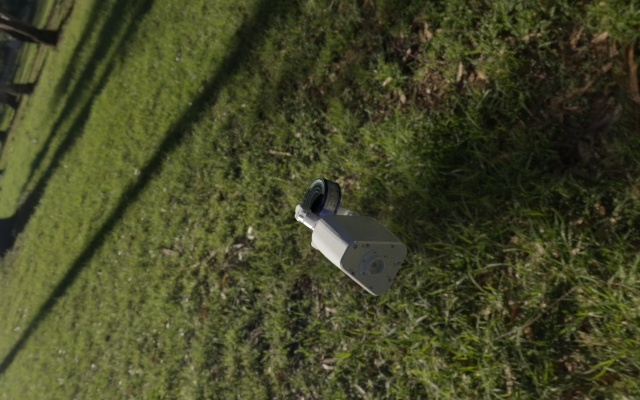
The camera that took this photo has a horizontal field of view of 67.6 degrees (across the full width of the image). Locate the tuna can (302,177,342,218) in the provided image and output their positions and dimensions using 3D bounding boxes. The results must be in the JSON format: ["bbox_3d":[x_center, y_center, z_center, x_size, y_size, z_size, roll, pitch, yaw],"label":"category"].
[{"bbox_3d":[0.000,0.003,0.851,0.034,0.086,0.086,20,-9,-25],"label":"tuna can"}]
